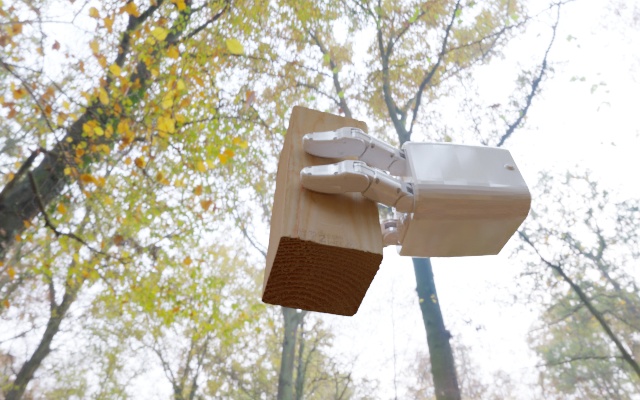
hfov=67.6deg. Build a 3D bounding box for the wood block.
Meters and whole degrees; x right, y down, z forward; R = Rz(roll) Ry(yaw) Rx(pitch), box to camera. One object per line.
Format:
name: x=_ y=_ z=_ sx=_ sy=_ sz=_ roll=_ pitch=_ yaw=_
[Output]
wood block: x=0.000 y=0.002 z=0.484 sx=0.090 sy=0.091 sz=0.206 roll=11 pitch=39 yaw=-9
